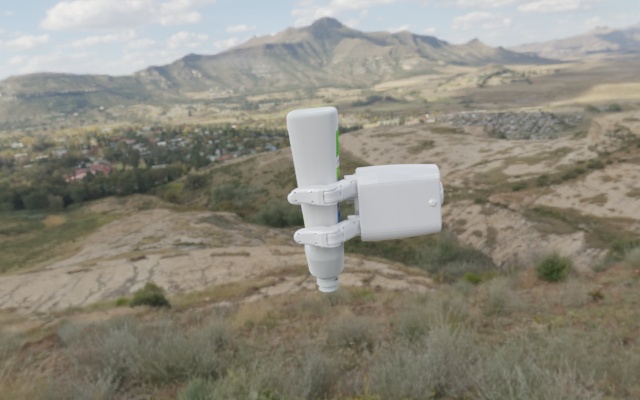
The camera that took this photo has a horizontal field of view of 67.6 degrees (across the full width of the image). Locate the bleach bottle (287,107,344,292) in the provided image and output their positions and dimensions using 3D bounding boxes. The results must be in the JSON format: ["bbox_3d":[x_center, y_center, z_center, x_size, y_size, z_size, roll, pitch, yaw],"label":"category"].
[{"bbox_3d":[0.000,0.002,0.659,0.068,0.251,0.102,-5,15,3],"label":"bleach bottle"}]
